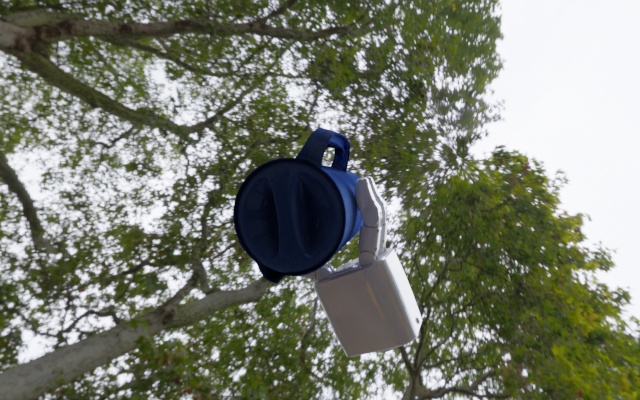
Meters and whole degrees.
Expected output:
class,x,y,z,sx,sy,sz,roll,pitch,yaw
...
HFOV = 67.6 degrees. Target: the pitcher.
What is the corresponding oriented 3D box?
class,x,y,z,sx,sy,sz,roll,pitch,yaw
pitcher,0.000,0.002,0.635,0.149,0.145,0.243,-27,-4,17
